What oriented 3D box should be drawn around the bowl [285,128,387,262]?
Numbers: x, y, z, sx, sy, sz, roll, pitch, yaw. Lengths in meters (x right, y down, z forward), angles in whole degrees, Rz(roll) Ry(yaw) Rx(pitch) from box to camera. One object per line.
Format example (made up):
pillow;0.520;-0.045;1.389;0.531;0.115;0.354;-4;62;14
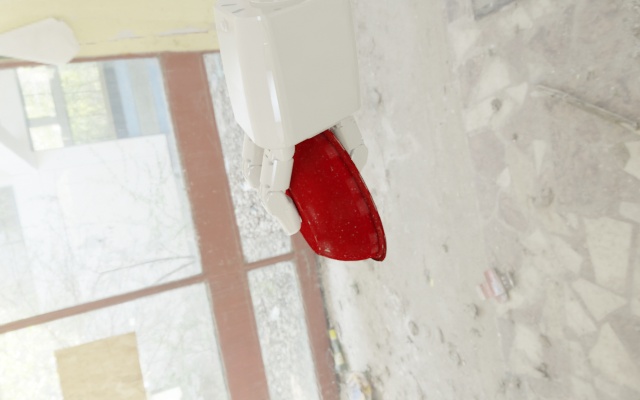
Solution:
bowl;0.000;0.003;0.477;0.055;0.162;0.162;-28;6;-11
